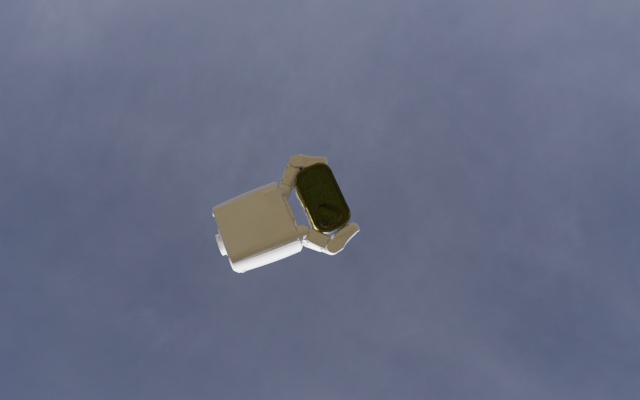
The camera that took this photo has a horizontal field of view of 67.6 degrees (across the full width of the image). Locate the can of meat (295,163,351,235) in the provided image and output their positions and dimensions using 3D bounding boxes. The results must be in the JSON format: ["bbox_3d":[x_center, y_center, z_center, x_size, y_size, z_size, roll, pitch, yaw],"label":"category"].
[{"bbox_3d":[0.000,0.002,0.738,0.057,0.102,0.084,-24,-7,-9],"label":"can of meat"}]
